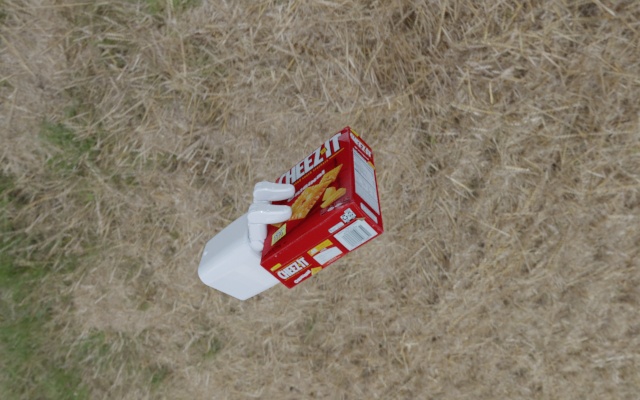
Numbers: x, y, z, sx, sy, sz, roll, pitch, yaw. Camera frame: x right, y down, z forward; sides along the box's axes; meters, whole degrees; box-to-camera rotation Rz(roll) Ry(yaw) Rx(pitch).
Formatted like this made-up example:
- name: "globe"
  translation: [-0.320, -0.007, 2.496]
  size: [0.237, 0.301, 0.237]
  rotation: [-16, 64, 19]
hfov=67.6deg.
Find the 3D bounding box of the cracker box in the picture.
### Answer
- name: "cracker box"
  translation: [0.000, 0.003, 0.703]
  size: [0.164, 0.072, 0.213]
  rotation: [-34, 28, 23]
